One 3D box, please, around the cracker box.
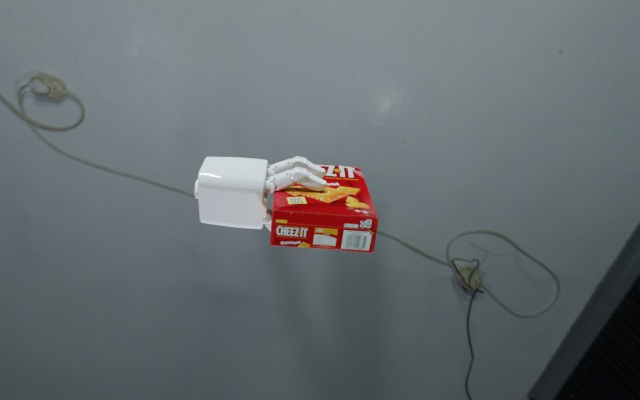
[{"bbox_3d":[0.000,0.003,0.816,0.164,0.072,0.213,4,25,-5],"label":"cracker box"}]
